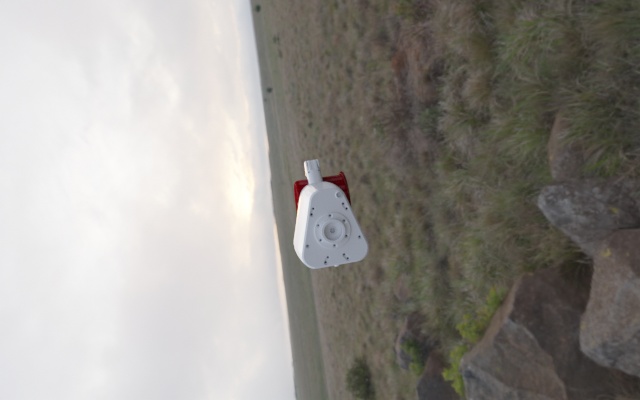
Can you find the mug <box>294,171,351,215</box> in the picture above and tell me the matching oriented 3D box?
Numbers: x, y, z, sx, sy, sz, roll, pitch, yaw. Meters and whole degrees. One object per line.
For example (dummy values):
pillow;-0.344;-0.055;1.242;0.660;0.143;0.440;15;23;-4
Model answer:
mug;0.000;0.002;0.797;0.081;0.093;0.117;-8;4;-7
